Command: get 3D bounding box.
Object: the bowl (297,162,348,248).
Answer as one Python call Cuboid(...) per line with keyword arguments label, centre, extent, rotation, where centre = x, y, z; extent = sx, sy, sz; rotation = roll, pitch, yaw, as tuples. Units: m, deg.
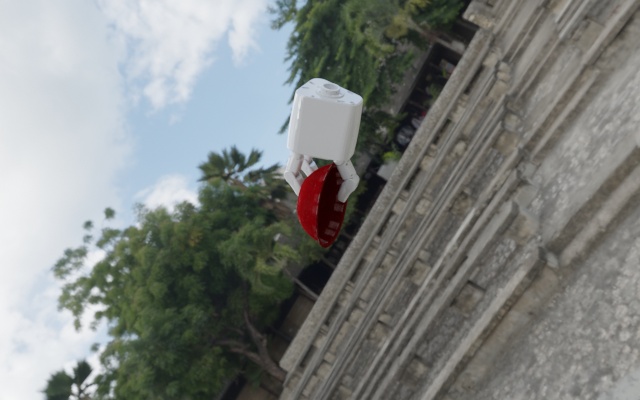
Cuboid(label="bowl", centre=(0.000, 0.004, 0.877), extent=(0.055, 0.162, 0.162), rotation=(9, 3, 20))
